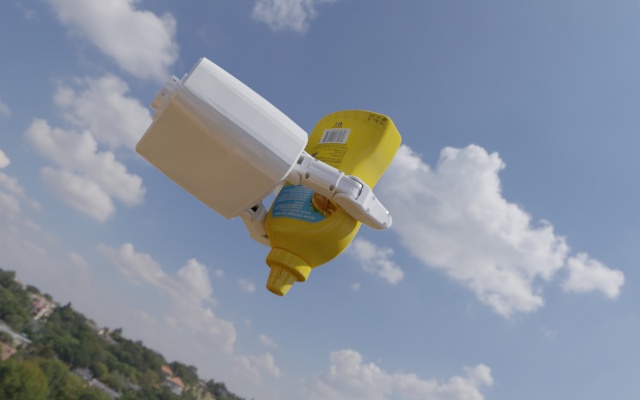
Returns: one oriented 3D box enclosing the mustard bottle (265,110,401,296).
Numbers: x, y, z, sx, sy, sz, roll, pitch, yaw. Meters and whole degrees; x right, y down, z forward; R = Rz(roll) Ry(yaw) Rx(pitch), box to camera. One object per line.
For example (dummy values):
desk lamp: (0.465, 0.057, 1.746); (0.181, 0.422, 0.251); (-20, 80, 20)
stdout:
mustard bottle: (0.000, 0.001, 0.453); (0.096, 0.191, 0.058); (7, -32, 39)
